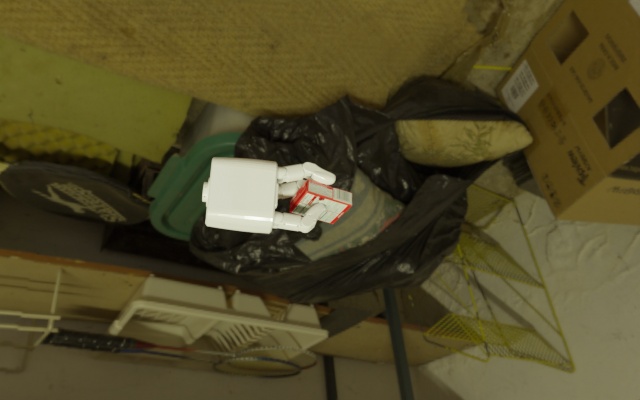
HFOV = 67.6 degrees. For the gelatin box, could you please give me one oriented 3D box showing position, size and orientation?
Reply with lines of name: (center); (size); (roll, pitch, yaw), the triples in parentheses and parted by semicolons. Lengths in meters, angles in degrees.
gelatin box: (0.000, 0.003, 0.829); (0.089, 0.030, 0.073); (17, -36, -20)
